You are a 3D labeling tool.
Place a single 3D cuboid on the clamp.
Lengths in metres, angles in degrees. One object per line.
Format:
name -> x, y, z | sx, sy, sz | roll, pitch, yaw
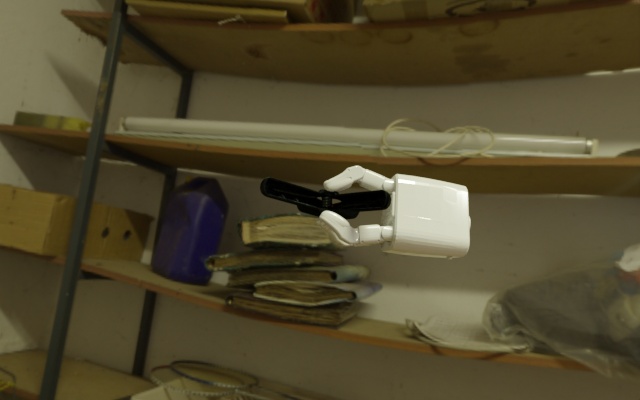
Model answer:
clamp -> 0.000, 0.002, 0.682 | 0.164, 0.036, 0.210 | 9, -8, -3
